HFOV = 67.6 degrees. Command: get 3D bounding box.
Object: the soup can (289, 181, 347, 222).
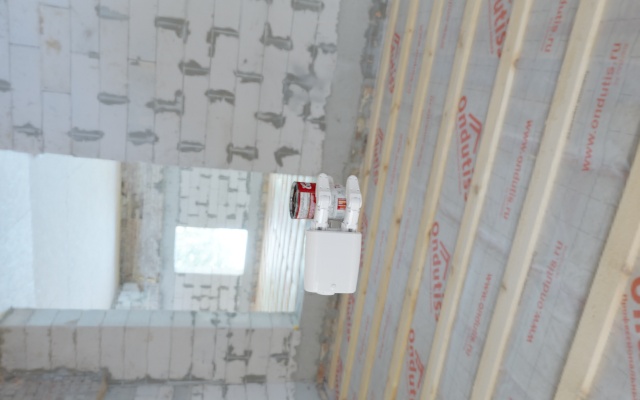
[{"bbox_3d":[0.000,0.002,0.855,0.102,0.068,0.068,4,-1,-14],"label":"soup can"}]
